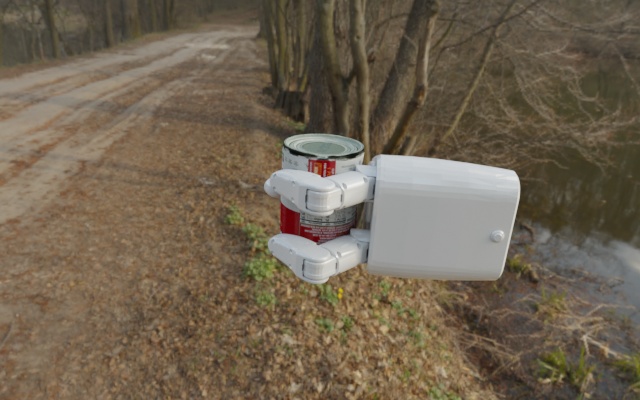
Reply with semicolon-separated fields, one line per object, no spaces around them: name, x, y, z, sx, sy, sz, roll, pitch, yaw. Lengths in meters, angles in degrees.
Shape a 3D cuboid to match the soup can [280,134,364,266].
soup can;0.000;0.001;0.402;0.068;0.102;0.068;3;22;-1
